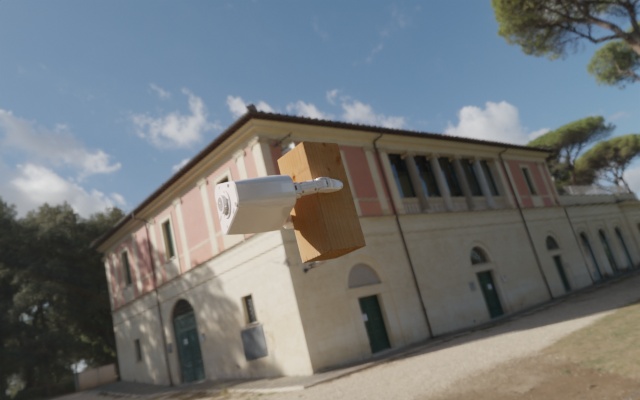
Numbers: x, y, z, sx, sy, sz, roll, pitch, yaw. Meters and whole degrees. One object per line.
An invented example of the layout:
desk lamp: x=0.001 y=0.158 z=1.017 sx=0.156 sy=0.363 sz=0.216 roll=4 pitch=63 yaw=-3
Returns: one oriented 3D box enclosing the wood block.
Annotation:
wood block: x=0.000 y=0.003 z=0.897 sx=0.090 sy=0.206 sz=0.091 roll=-2 pitch=-19 yaw=-41
